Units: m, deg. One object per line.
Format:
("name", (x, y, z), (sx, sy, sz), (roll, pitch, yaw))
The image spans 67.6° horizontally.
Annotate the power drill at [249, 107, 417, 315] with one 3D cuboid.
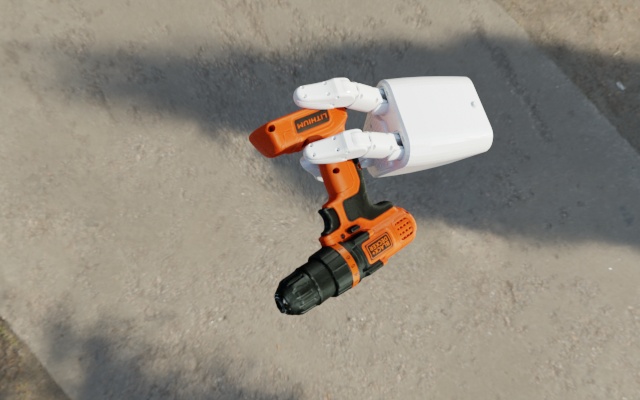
("power drill", (0.000, 0.001, 0.494), (0.184, 0.187, 0.057), (-29, 8, -33))
